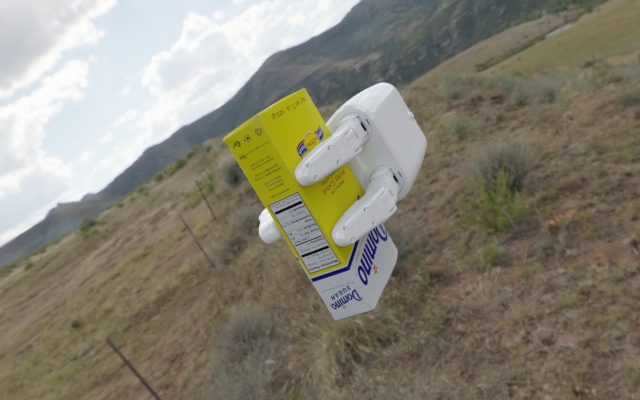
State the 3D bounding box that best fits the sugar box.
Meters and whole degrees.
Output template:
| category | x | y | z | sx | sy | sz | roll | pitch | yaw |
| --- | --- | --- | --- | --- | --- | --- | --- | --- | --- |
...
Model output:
| category | x | y | z | sx | sy | sz | roll | pitch | yaw |
| --- | --- | --- | --- | --- | --- | --- | --- | --- | --- |
| sugar box | 0.000 | 0.001 | 0.401 | 0.048 | 0.176 | 0.093 | -27 | 13 | 32 |
